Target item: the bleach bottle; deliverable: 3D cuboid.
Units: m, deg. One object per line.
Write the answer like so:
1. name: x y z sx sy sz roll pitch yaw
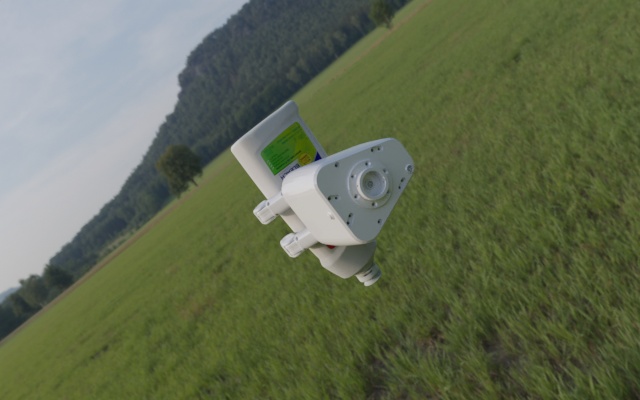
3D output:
1. bleach bottle: 0.000 0.002 0.618 0.102 0.251 0.068 -41 10 -18
